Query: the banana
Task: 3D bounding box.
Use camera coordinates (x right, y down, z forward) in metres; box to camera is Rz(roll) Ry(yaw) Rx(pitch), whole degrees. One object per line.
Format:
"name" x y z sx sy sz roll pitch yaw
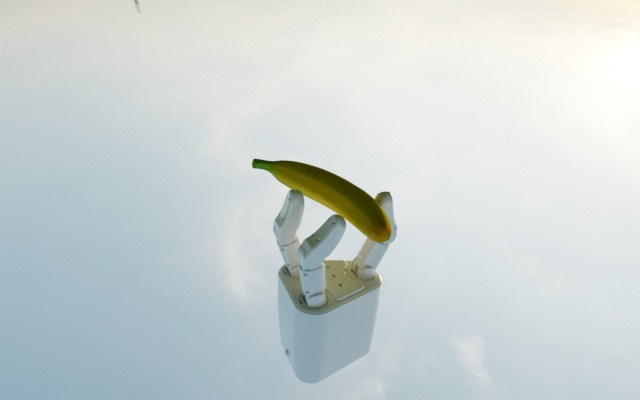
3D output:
"banana" 0.010 -0.004 0.523 0.197 0.037 0.069 27 31 36
